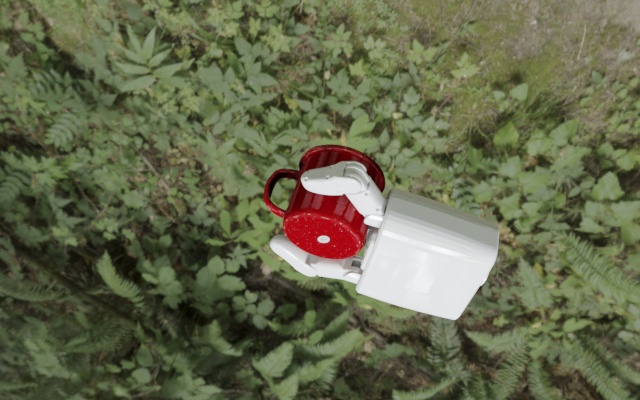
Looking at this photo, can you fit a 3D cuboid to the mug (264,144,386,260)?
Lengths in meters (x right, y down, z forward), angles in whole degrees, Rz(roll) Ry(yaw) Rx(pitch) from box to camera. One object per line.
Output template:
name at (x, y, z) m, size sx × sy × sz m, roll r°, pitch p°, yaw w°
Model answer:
mug at (-0.001, 0.001, 0.477) m, size 0.117 × 0.081 × 0.093 m, roll 17°, pitch -34°, yaw 3°
